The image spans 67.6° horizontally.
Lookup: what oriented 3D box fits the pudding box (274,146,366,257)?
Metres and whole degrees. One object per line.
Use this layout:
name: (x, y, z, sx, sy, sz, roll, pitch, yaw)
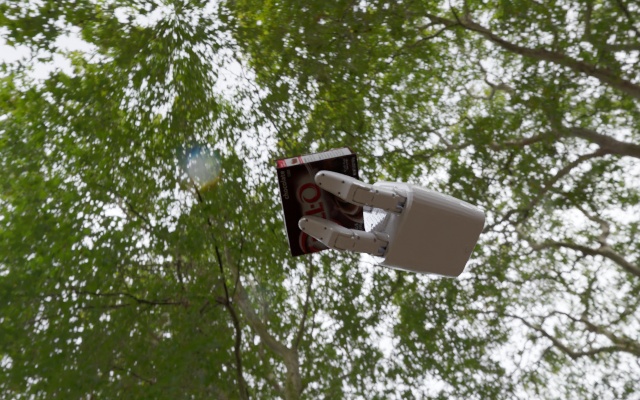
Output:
pudding box: (0.000, 0.002, 0.545, 0.090, 0.113, 0.039, -12, 22, -7)
